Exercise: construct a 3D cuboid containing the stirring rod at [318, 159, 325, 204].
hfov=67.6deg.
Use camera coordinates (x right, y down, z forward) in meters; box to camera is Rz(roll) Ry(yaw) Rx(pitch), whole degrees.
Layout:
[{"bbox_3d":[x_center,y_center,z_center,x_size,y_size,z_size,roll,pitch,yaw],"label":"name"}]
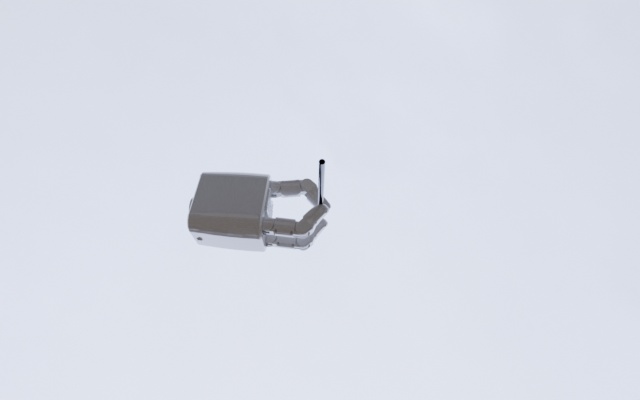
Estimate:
[{"bbox_3d":[0.000,0.002,0.684,0.011,0.011,0.240,0,-24,-1],"label":"stirring rod"}]
